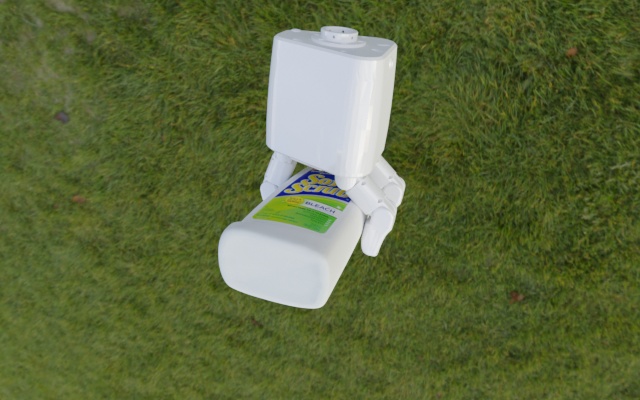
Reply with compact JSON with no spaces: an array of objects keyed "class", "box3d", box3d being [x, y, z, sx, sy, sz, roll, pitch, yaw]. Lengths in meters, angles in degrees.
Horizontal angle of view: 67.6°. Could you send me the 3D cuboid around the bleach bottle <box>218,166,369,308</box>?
[{"class":"bleach bottle","box3d":[0.000,0.002,0.488,0.102,0.068,0.250,13,31,13]}]
